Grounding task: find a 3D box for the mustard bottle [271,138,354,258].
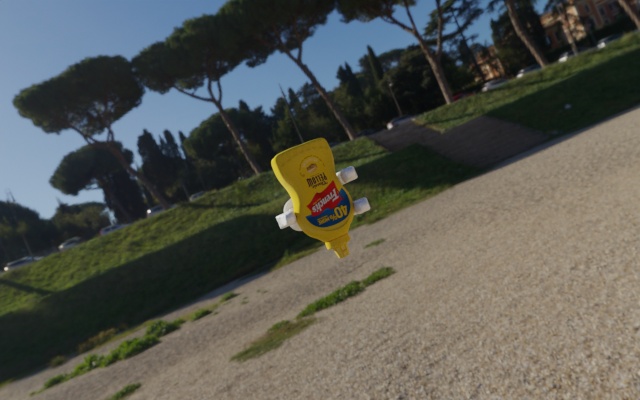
[{"bbox_3d":[0.000,0.002,0.769,0.096,0.191,0.058,-23,-1,-21],"label":"mustard bottle"}]
